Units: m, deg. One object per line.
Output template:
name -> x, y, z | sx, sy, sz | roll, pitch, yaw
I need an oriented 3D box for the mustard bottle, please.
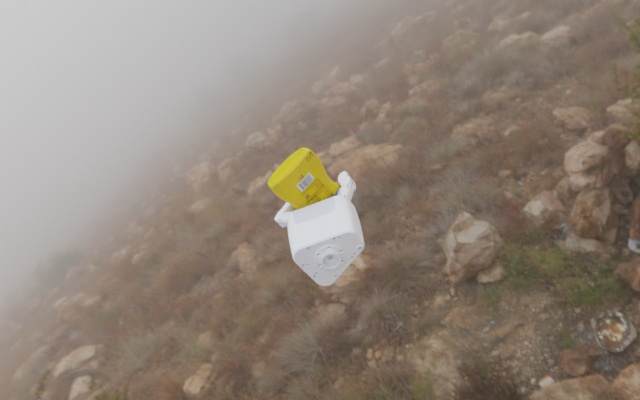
mustard bottle -> 0.000, 0.003, 0.860 | 0.192, 0.096, 0.058 | 48, -10, -27
